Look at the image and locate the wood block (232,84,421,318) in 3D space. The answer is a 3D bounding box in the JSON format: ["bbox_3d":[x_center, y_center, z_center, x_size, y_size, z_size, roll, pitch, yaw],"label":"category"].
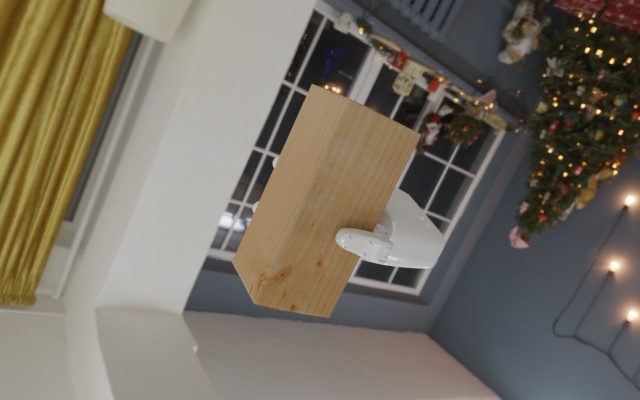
[{"bbox_3d":[0.000,0.002,0.481,0.090,0.206,0.090,19,12,-31],"label":"wood block"}]
